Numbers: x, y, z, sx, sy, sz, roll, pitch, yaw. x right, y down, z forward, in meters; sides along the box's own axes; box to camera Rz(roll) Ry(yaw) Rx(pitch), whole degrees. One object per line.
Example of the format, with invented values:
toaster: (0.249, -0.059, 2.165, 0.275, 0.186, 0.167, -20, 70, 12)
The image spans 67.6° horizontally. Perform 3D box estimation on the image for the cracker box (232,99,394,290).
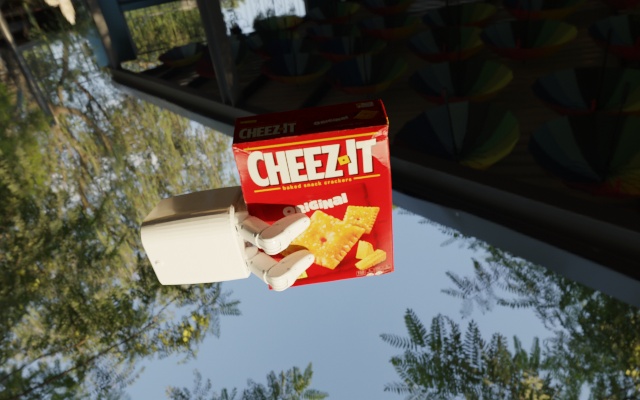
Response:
cracker box: (0.000, 0.002, 0.562, 0.164, 0.214, 0.072, -8, 37, 1)
